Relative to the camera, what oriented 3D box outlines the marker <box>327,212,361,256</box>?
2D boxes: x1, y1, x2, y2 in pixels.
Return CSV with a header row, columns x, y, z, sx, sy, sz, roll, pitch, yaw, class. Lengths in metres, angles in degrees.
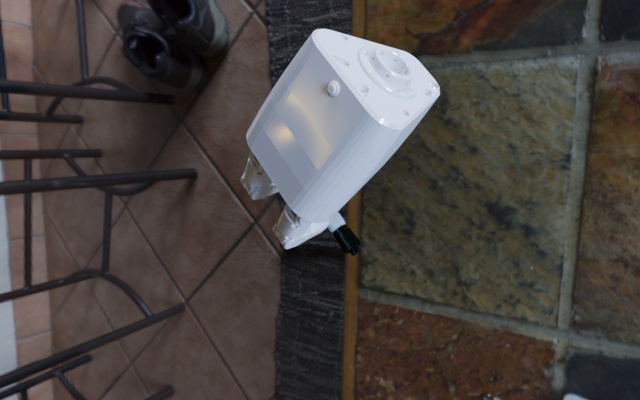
x,y,z,sx,sy,sz,roll,pitch,yaw,class
0.000,0.002,0.460,0.020,0.121,0.020,-32,-16,-11,marker
